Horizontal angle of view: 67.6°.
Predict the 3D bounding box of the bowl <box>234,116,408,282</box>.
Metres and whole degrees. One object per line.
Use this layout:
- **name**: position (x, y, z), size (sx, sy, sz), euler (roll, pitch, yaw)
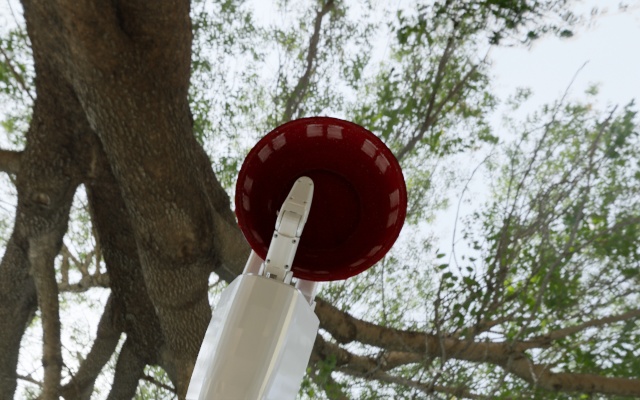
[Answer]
- **bowl**: position (0.001, 0.001, 0.469), size (0.162, 0.162, 0.055), euler (0, -15, -2)
